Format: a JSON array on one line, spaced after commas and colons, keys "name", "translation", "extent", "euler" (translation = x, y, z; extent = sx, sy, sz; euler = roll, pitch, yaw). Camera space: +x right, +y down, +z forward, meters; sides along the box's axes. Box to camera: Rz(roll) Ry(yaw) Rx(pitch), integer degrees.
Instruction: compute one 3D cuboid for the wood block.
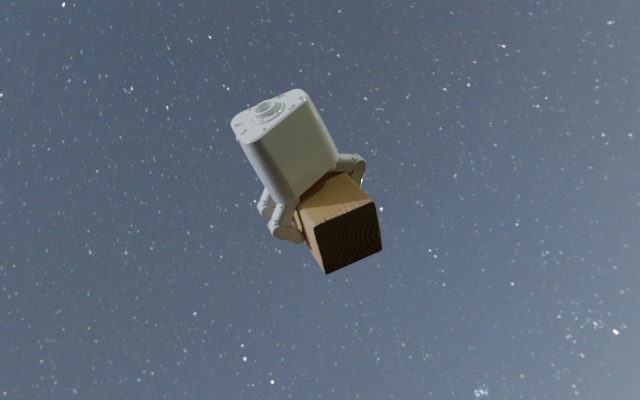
[{"name": "wood block", "translation": [0.000, 0.002, 0.710], "extent": [0.091, 0.090, 0.206], "euler": [-22, 36, -11]}]
